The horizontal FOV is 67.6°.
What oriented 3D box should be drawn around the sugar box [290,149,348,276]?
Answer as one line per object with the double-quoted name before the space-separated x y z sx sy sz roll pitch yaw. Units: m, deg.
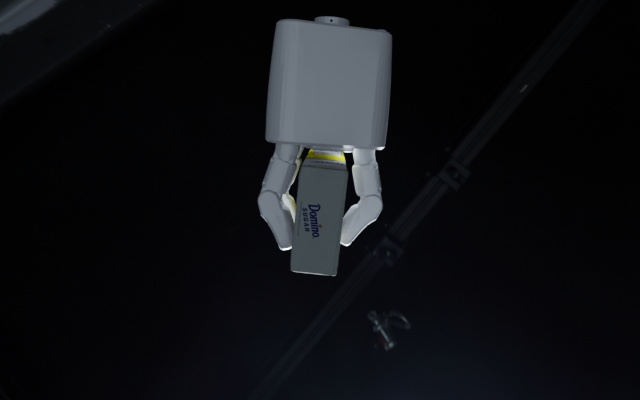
"sugar box" 0.000 0.001 0.475 0.048 0.093 0.176 7 10 3
